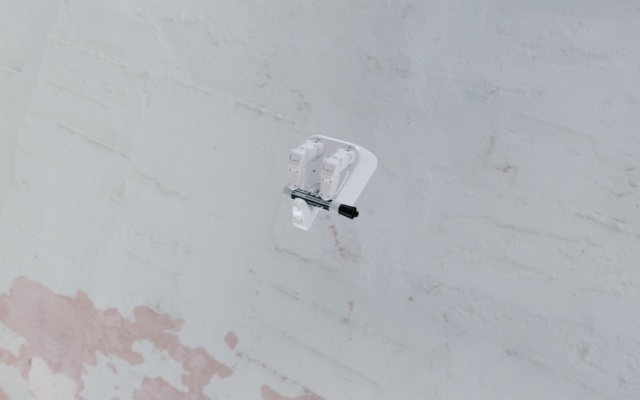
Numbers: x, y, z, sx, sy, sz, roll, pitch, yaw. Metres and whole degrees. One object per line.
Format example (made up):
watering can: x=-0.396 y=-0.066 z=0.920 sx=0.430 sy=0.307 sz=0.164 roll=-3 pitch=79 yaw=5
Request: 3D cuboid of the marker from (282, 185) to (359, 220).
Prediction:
marker: x=0.000 y=0.002 z=0.701 sx=0.121 sy=0.020 sz=0.020 roll=18 pitch=7 yaw=22
